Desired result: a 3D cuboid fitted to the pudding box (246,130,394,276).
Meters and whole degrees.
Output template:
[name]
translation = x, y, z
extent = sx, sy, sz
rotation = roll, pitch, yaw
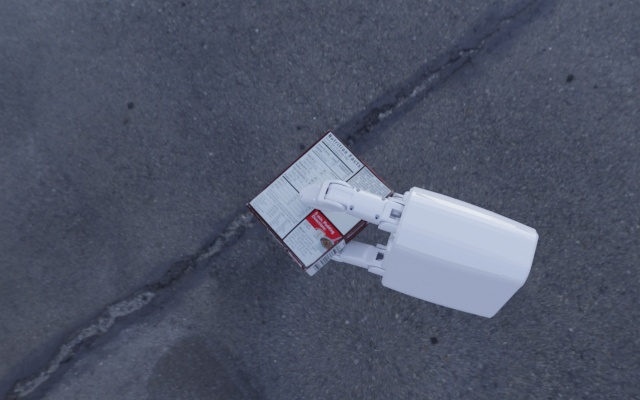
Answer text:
[pudding box]
translation = 0.000, 0.001, 0.460
extent = 0.113, 0.090, 0.039
rotation = -41, -15, -8
